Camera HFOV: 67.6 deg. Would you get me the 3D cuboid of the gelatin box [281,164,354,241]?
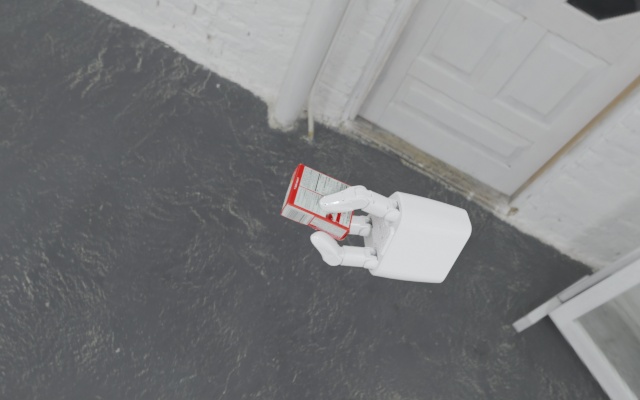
[{"bbox_3d":[0.000,0.002,0.618,0.089,0.073,0.030,24,-42,-11],"label":"gelatin box"}]
